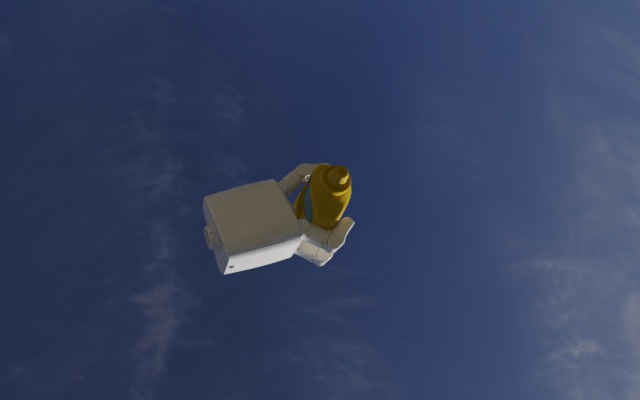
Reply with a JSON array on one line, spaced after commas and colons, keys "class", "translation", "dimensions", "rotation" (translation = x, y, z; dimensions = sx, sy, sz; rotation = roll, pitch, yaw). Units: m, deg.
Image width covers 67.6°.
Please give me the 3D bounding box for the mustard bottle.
[{"class": "mustard bottle", "translation": [0.000, 0.002, 0.699], "dimensions": [0.058, 0.096, 0.192], "rotation": [10, -28, -13]}]
